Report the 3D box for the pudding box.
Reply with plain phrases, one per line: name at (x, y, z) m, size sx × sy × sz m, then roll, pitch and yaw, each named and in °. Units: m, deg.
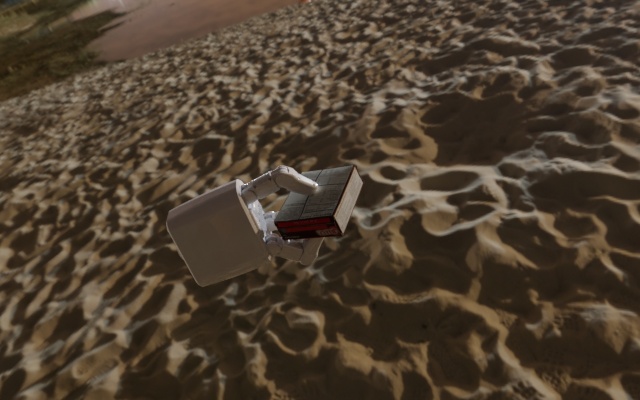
pudding box at (0.000, 0.002, 0.640) m, size 0.090 × 0.039 × 0.113 m, roll -6°, pitch 39°, yaw 28°
